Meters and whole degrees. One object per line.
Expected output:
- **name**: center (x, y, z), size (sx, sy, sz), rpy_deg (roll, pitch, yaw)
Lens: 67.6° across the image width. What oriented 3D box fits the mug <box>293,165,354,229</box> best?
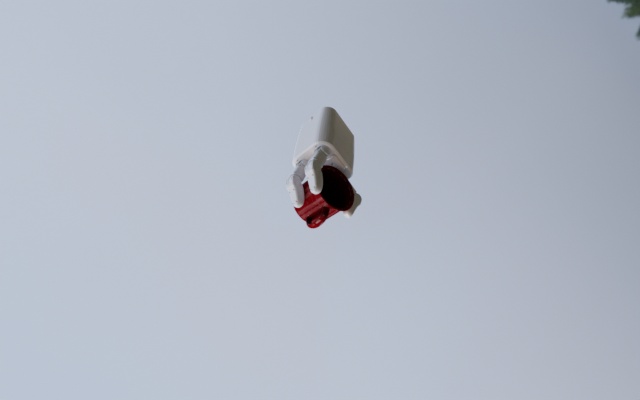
- **mug**: center (0.000, 0.004, 0.880), size (0.093, 0.117, 0.081), rpy_deg (32, -43, -25)
